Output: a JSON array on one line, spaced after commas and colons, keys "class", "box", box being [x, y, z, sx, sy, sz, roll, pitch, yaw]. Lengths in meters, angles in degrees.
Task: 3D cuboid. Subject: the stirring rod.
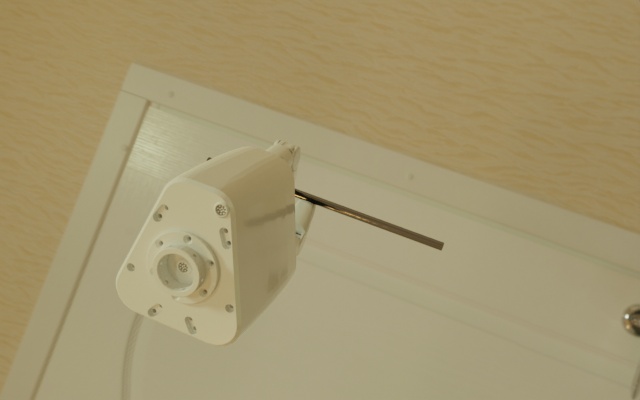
[{"class": "stirring rod", "box": [0.000, 0.002, 0.455, 0.239, 0.011, 0.011, 20, 3, 9]}]
